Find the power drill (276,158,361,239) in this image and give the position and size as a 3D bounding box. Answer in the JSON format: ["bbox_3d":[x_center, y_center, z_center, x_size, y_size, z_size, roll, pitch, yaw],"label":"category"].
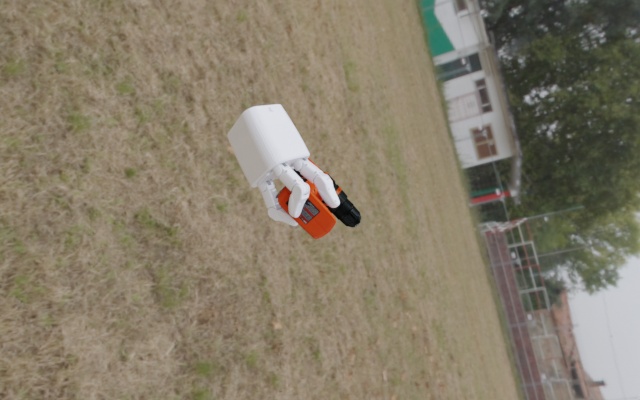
[{"bbox_3d":[0.000,0.003,0.877,0.057,0.184,0.187,-45,6,17],"label":"power drill"}]
